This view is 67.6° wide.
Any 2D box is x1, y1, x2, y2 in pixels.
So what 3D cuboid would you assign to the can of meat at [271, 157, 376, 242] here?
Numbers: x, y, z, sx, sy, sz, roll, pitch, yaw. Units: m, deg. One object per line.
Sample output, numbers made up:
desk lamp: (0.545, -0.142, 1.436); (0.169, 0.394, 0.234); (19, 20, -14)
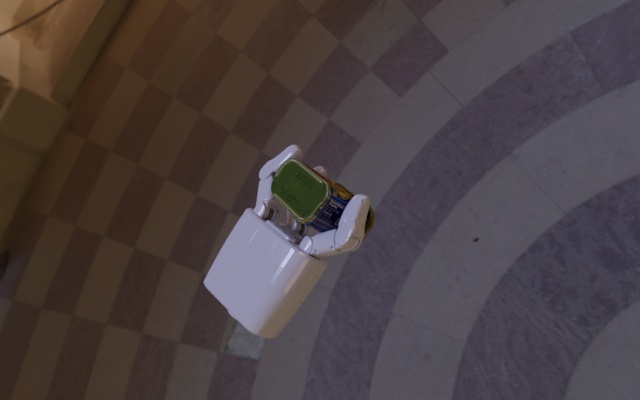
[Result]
can of meat: (0.000, 0.002, 0.550); (0.084, 0.057, 0.102); (30, 7, -42)
